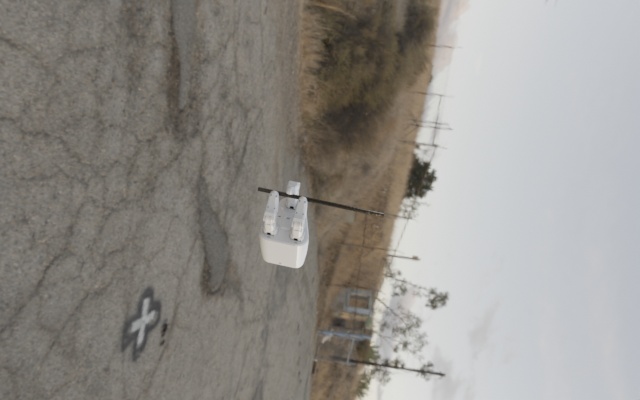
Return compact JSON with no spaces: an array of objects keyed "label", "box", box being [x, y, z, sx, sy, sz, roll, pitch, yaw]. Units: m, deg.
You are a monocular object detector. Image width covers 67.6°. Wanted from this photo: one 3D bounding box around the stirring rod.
[{"label":"stirring rod","box":[0.000,0.003,0.895,0.239,0.011,0.011,12,0,3]}]
